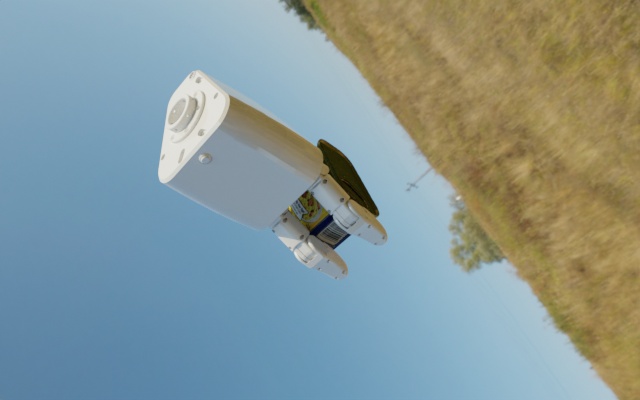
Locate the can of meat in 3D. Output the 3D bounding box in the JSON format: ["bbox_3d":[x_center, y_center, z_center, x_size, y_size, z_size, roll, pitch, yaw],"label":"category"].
[{"bbox_3d":[0.000,0.002,0.495,0.084,0.102,0.057,-43,-43,20],"label":"can of meat"}]
